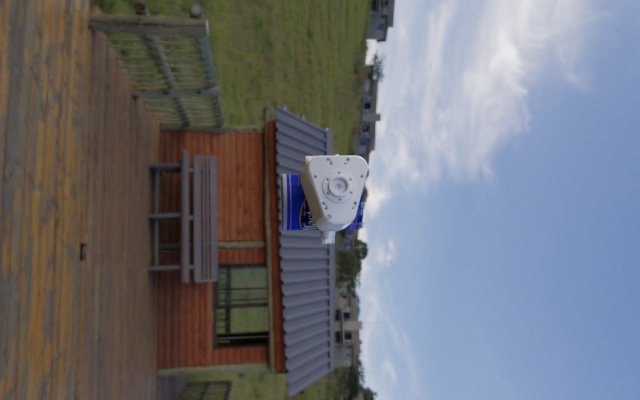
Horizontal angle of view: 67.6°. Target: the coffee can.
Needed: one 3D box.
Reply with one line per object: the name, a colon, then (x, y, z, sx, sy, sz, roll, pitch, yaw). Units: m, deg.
coffee can: (0.000, 0.003, 0.868, 0.140, 0.103, 0.103, -1, 0, -6)
